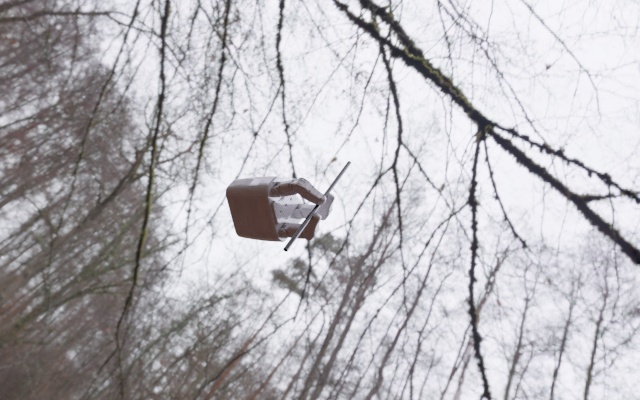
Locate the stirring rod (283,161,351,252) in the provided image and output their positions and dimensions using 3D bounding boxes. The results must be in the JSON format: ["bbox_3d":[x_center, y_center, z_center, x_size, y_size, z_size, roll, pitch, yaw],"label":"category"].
[{"bbox_3d":[0.000,0.003,0.809,0.011,0.011,0.239,0,37,34],"label":"stirring rod"}]
